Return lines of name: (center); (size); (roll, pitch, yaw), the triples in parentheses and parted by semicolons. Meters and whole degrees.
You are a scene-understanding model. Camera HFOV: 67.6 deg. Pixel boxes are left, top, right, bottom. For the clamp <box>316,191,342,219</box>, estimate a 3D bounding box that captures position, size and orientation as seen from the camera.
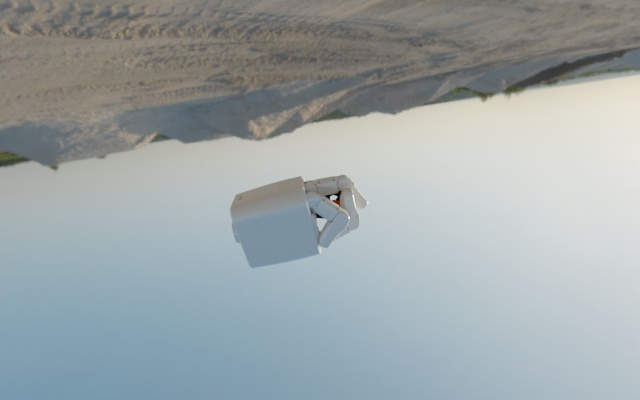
clamp: (0.000, 0.003, 0.776); (0.120, 0.039, 0.171); (-19, 9, 2)
